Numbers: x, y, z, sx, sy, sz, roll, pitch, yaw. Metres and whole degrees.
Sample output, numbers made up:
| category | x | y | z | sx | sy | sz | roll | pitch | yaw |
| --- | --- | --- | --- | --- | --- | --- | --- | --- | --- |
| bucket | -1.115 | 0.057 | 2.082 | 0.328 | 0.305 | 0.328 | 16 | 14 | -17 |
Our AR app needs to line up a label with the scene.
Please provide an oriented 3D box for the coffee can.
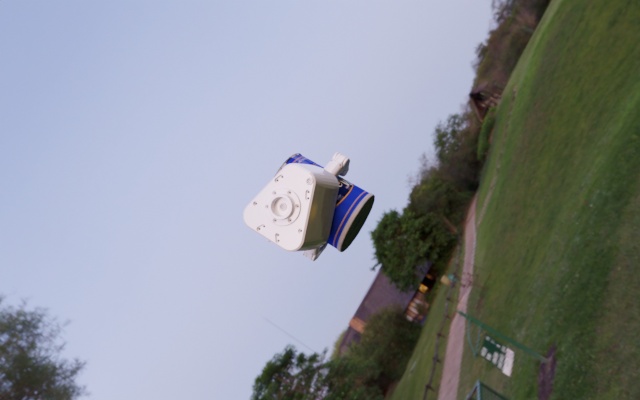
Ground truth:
| category | x | y | z | sx | sy | sz | roll | pitch | yaw |
| --- | --- | --- | --- | --- | --- | --- | --- | --- | --- |
| coffee can | 0.000 | 0.002 | 0.755 | 0.140 | 0.103 | 0.103 | 30 | 8 | 15 |
